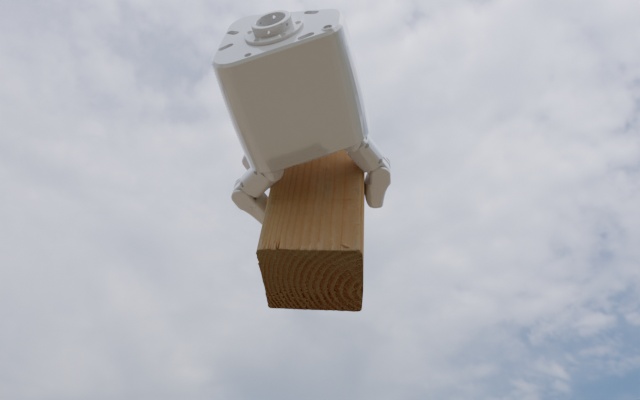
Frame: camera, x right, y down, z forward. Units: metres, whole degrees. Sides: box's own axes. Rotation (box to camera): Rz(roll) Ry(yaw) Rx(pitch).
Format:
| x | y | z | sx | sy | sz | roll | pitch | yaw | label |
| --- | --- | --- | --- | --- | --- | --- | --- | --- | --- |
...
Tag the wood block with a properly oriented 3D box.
| x | y | z | sx | sy | sz | roll | pitch | yaw | label |
| --- | --- | --- | --- | --- | --- | --- | --- | --- | --- |
| 0.000 | 0.001 | 0.492 | 0.091 | 0.090 | 0.206 | 1 | 44 | 5 | wood block |
